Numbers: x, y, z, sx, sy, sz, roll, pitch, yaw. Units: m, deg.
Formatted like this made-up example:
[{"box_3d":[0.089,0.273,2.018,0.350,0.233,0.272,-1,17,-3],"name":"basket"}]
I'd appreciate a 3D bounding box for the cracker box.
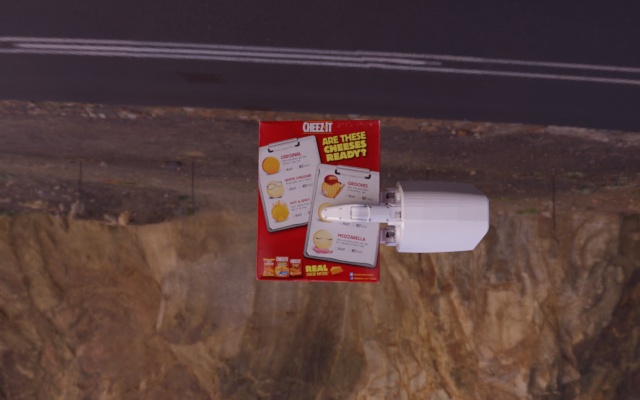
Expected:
[{"box_3d":[0.000,0.002,0.655,0.164,0.213,0.072,0,-4,4],"name":"cracker box"}]
